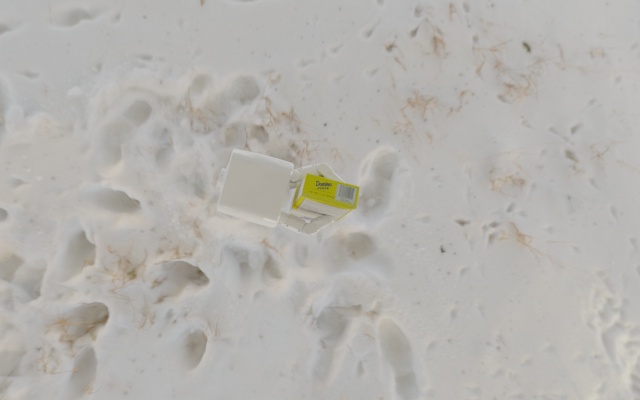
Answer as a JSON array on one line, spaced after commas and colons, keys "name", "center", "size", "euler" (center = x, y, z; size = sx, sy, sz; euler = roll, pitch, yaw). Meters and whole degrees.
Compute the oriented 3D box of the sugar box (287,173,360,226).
[{"name": "sugar box", "center": [0.000, 0.002, 0.848], "size": [0.093, 0.048, 0.176], "euler": [15, -12, -9]}]
